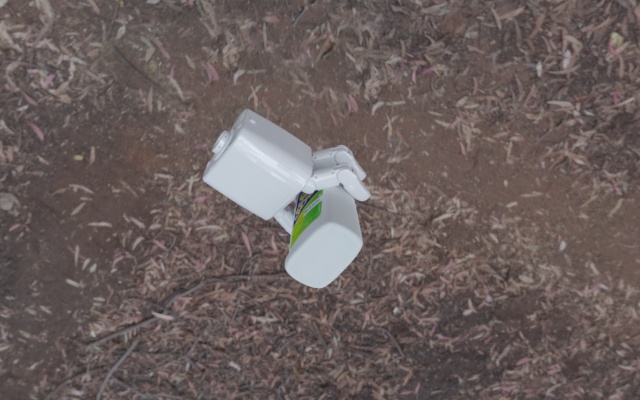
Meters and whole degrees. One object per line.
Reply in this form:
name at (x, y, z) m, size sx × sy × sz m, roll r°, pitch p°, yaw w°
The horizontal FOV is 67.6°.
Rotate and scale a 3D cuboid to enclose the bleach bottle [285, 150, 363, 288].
bleach bottle at (0.000, 0.002, 0.677) m, size 0.068 × 0.102 × 0.250 m, roll 32°, pitch 25°, yaw -20°
